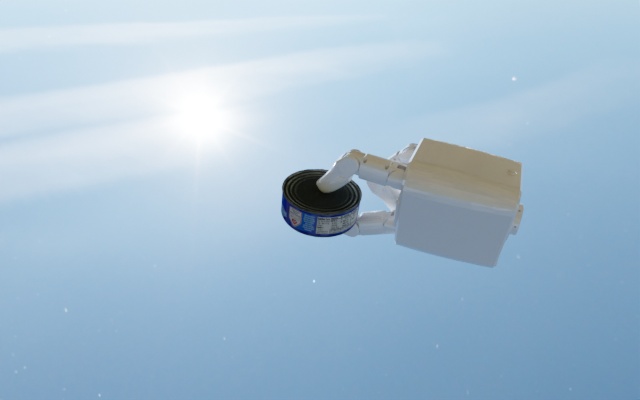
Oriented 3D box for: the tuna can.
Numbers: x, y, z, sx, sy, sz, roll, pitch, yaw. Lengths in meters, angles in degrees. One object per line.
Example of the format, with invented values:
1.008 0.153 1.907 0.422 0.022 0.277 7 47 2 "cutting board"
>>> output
0.000 0.002 0.517 0.086 0.034 0.086 5 34 -3 "tuna can"
